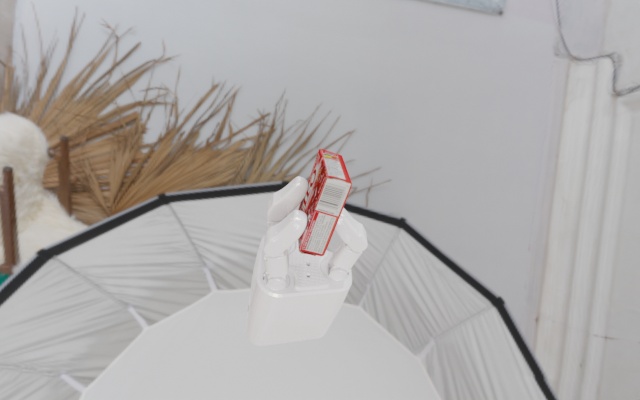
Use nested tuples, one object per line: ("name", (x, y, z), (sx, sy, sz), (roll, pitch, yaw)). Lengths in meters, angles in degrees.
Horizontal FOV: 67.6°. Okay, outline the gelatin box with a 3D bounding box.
("gelatin box", (0.001, 0.001, 0.495), (0.030, 0.089, 0.073), (15, 25, -13))
